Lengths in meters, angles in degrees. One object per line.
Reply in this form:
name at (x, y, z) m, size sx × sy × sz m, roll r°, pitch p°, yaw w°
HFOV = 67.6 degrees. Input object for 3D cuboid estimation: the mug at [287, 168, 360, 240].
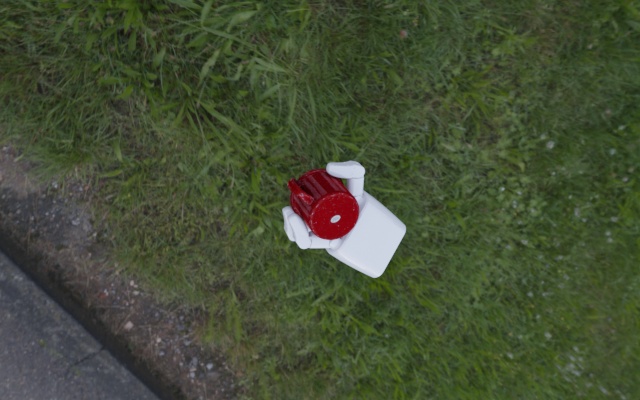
mug at (-0.001, 0.002, 0.725) m, size 0.117 × 0.093 × 0.081 m, roll 34°, pitch 9°, yaw -32°
